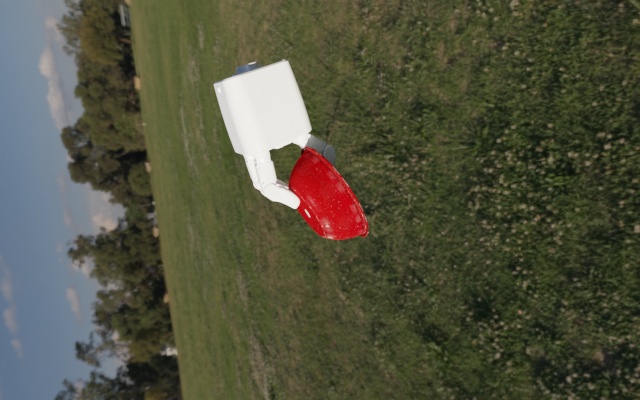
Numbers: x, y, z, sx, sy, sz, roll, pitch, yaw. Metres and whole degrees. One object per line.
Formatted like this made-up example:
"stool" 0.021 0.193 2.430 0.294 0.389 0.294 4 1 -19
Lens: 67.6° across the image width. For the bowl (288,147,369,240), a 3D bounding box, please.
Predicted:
"bowl" 0.001 0.004 0.708 0.055 0.162 0.162 -36 9 -13
